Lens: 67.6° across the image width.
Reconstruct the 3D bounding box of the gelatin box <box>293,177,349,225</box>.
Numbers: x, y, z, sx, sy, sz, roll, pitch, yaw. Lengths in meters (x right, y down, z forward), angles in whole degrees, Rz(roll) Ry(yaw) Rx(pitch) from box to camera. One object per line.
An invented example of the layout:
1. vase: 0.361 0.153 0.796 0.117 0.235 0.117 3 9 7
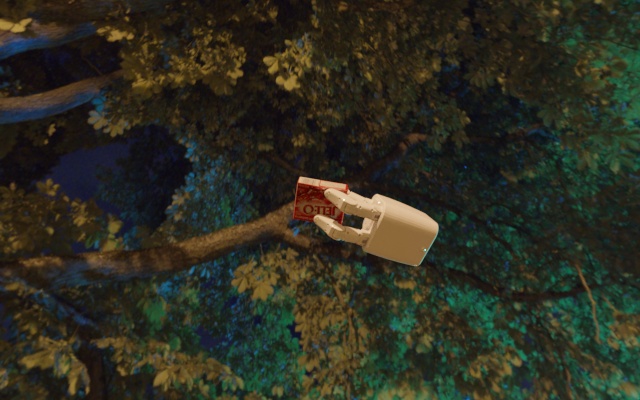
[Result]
1. gelatin box: 0.000 0.003 0.847 0.089 0.073 0.030 10 27 2
